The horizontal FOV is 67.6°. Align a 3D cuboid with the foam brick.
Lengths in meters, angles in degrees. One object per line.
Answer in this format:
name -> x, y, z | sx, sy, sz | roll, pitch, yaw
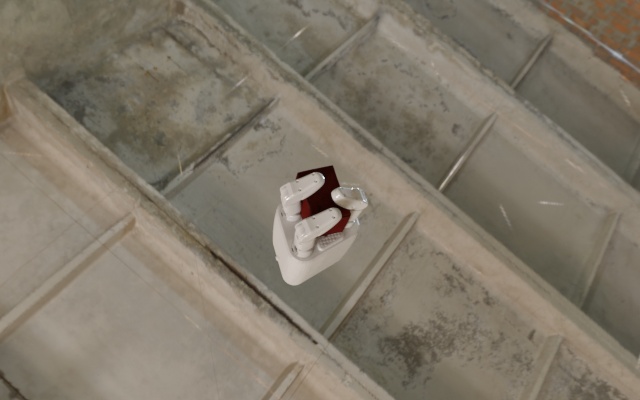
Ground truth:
foam brick -> 0.000, 0.002, 0.638 | 0.053, 0.078, 0.051 | -11, -25, -16
